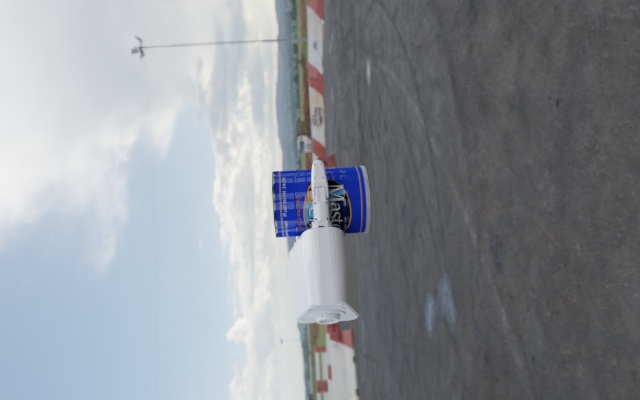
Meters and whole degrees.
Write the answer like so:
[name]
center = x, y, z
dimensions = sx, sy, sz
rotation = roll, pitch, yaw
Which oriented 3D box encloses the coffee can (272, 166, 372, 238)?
[coffee can]
center = 0.000, 0.002, 0.725
dimensions = 0.140, 0.103, 0.103
rotation = -3, 0, -2
